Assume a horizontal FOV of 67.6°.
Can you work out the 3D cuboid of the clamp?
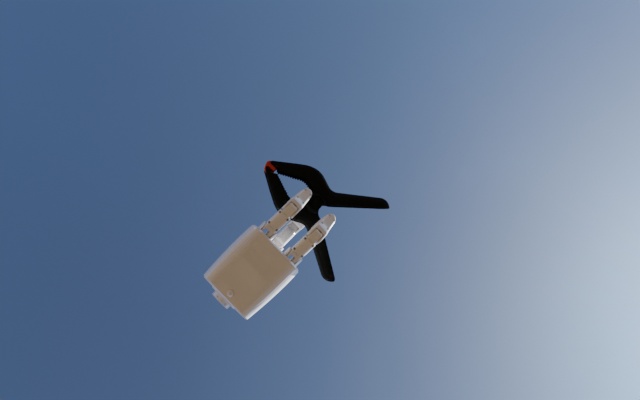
[{"bbox_3d":[-0.001,0.002,0.773,0.164,0.210,0.036,-44,2,-15],"label":"clamp"}]
